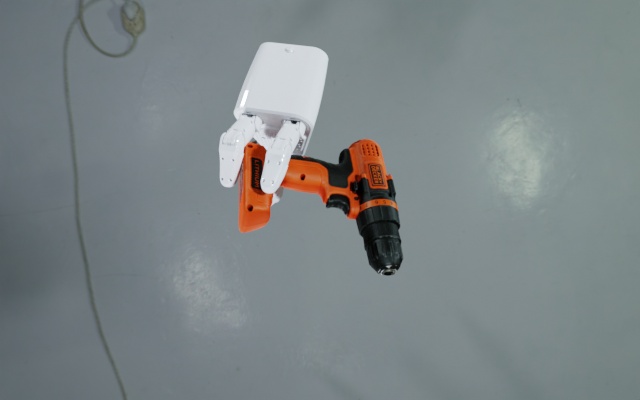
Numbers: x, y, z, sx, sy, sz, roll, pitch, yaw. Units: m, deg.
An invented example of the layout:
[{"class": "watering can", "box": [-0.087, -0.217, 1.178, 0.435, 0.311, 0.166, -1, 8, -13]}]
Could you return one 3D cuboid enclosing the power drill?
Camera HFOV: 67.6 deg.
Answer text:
[{"class": "power drill", "box": [0.000, 0.002, 0.560, 0.187, 0.184, 0.057, 4, -37, -16]}]
